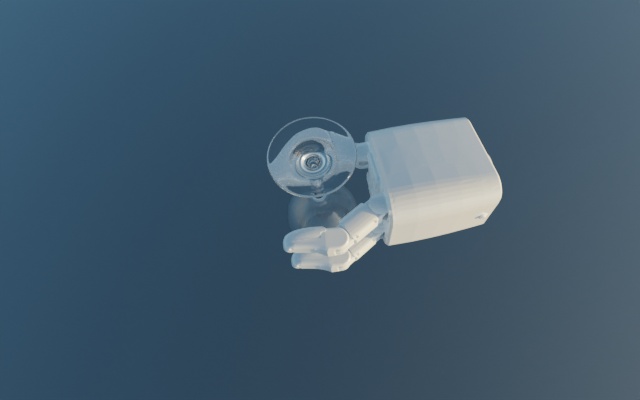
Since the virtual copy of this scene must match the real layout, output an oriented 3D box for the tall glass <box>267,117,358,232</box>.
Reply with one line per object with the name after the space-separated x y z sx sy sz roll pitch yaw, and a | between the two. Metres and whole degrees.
0.000 0.001 0.480 0.079 0.079 0.201 0 -23 4 | tall glass
